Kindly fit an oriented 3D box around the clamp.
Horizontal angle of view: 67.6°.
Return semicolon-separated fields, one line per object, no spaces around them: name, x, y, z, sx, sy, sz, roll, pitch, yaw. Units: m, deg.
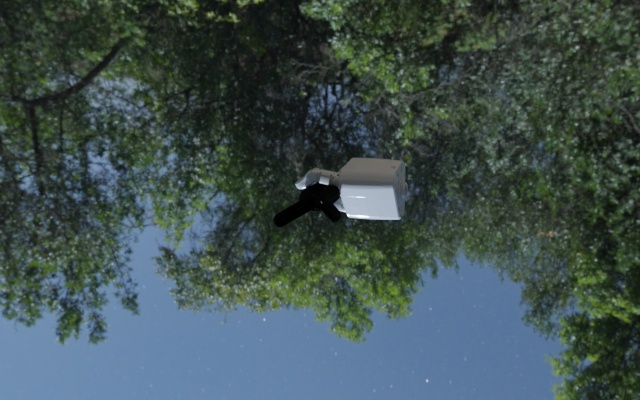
clamp;0.000;0.003;0.878;0.120;0.039;0.171;4;29;23
